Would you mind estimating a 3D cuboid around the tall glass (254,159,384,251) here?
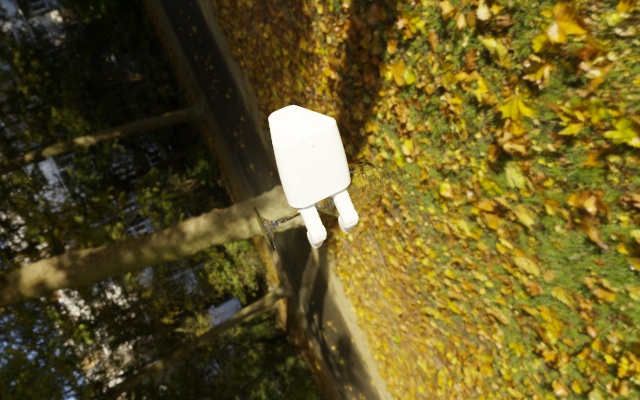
[{"bbox_3d":[0.000,0.003,0.758,0.201,0.079,0.079,-25,6,-14],"label":"tall glass"}]
